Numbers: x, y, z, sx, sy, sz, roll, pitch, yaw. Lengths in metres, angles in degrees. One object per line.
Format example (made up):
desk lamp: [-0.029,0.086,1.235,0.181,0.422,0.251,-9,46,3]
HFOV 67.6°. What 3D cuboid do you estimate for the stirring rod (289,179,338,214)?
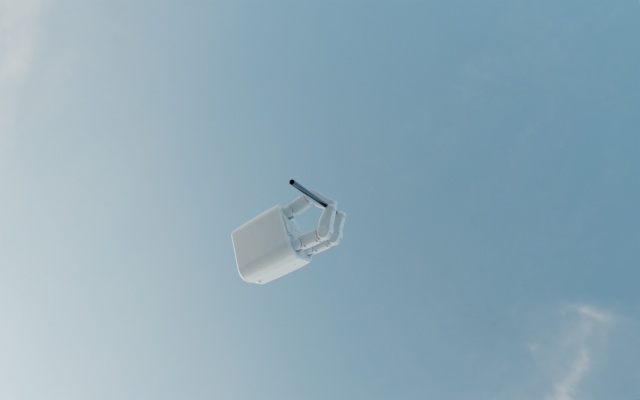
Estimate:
stirring rod: [0.000,0.003,0.774,0.011,0.011,0.239,0,-14,20]
